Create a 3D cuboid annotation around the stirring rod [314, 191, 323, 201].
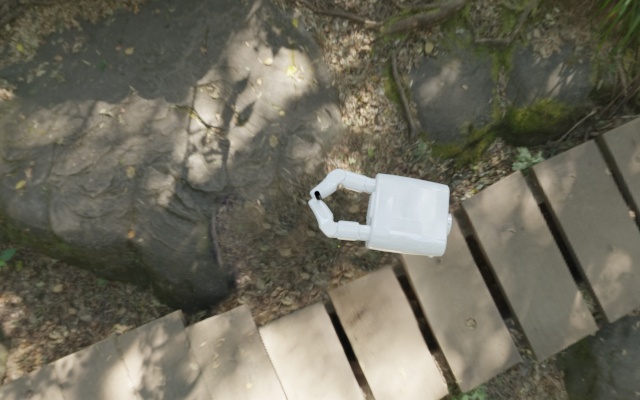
[{"bbox_3d":[0.000,0.002,0.743,0.011,0.011,0.239,0,-5,2],"label":"stirring rod"}]
